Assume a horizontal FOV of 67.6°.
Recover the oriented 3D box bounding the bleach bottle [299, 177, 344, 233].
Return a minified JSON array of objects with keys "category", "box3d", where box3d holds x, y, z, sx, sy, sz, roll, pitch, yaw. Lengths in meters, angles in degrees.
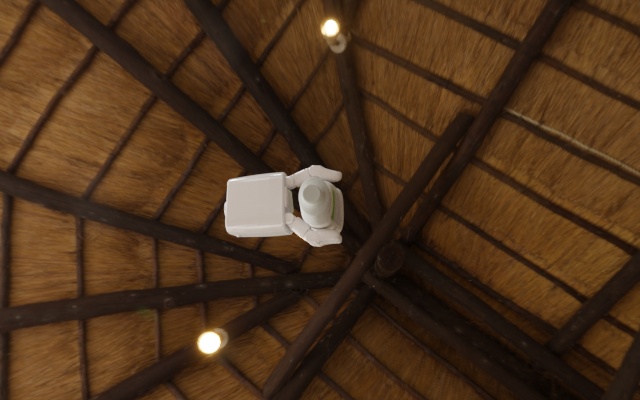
[{"category":"bleach bottle","box3d":[0.000,0.003,0.855,0.068,0.102,0.251,-4,-10,6]}]
